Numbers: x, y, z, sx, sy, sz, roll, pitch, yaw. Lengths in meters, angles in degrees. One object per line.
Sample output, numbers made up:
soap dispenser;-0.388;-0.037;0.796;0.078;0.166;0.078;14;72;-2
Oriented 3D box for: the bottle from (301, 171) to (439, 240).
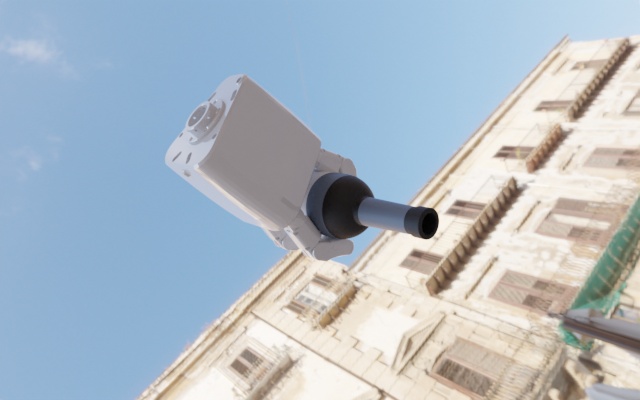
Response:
bottle;0.000;0.002;0.513;0.069;0.069;0.295;0;7;-39
